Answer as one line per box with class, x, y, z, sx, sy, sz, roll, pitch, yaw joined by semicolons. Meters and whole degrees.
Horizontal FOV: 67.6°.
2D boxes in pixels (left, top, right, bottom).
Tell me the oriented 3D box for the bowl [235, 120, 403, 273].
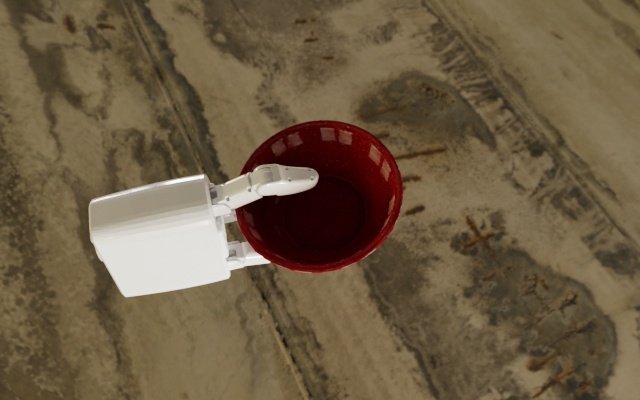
bowl;0.001;0.002;0.474;0.162;0.162;0.055;0;-26;9
